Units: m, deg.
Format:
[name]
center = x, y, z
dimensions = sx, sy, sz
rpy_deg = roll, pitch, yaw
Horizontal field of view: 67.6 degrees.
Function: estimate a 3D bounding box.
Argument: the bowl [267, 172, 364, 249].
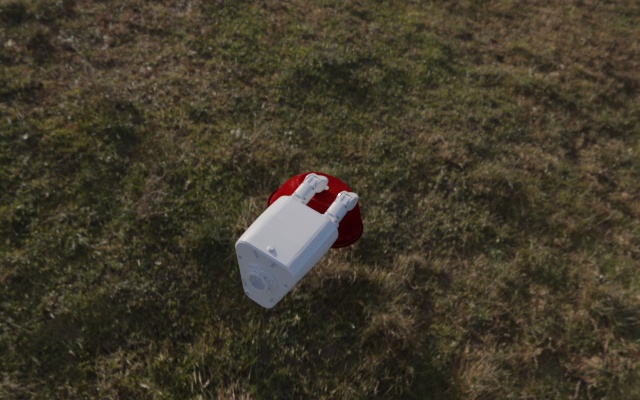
[bowl]
center = 0.001, 0.001, 0.754
dimensions = 0.162, 0.055, 0.162
rpy_deg = 14, 32, -9
